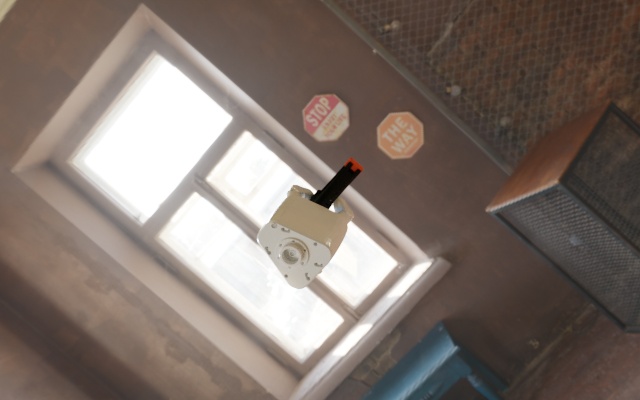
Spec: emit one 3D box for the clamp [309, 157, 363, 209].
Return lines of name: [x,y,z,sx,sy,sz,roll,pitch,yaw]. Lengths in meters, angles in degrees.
clamp: [0.000,0.002,0.838,0.036,0.210,0.164,41,24,-3]
